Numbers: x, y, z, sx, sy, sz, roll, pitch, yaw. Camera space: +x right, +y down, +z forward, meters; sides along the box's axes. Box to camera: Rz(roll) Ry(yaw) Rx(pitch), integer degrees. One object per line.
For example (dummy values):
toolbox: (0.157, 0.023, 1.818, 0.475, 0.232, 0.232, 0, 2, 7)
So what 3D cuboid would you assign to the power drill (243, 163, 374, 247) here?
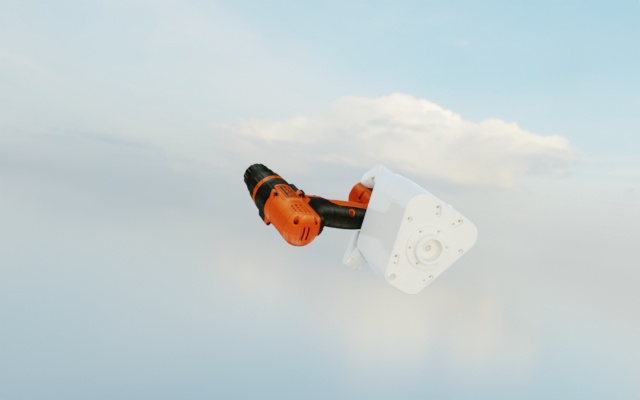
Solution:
power drill: (0.001, 0.002, 0.655, 0.187, 0.057, 0.184, 1, 27, -29)
